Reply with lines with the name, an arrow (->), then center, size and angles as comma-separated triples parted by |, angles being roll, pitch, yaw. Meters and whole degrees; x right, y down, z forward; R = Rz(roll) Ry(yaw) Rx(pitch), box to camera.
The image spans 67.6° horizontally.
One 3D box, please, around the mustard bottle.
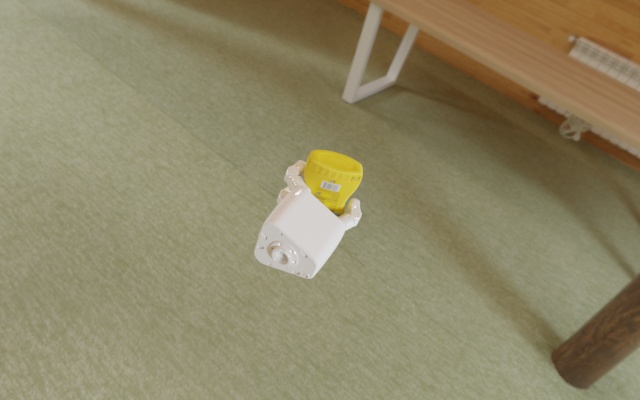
mustard bottle -> 0.000, 0.002, 0.858 | 0.096, 0.192, 0.058 | 14, 40, -10
